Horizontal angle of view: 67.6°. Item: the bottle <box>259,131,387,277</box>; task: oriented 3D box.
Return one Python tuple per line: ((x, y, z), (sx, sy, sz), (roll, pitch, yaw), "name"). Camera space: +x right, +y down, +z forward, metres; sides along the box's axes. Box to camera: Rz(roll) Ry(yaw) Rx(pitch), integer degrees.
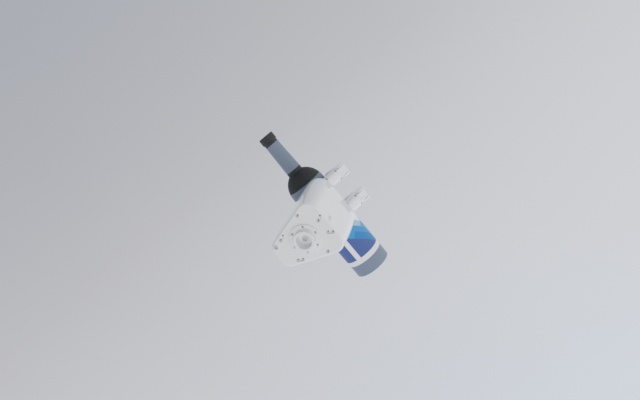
((0.000, 0.003, 0.830), (0.069, 0.296, 0.069), (-39, 10, 8), "bottle")
